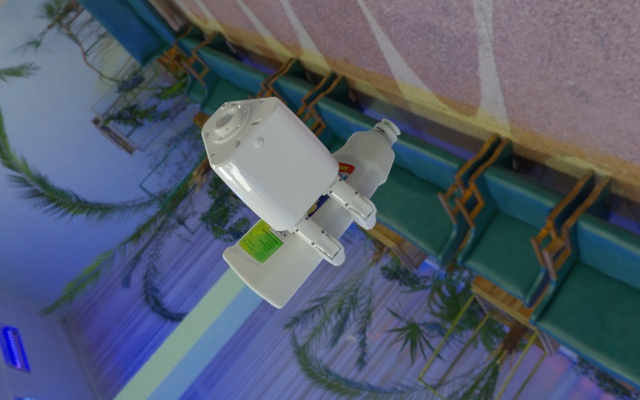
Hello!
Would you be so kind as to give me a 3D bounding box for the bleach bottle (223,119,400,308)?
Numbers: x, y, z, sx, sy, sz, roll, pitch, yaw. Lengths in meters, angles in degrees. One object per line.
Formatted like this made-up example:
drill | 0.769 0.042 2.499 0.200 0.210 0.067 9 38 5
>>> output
bleach bottle | 0.000 0.002 0.569 0.068 0.251 0.102 46 -9 -37
